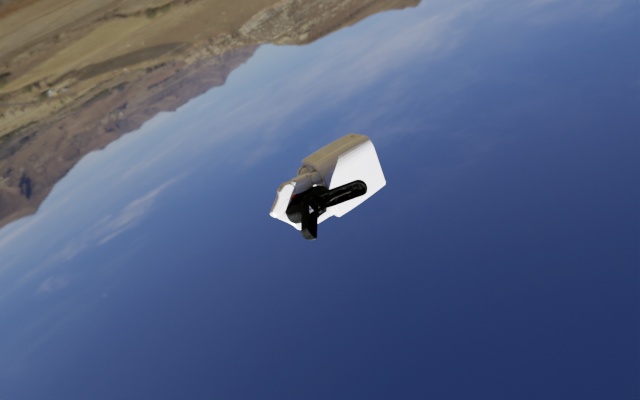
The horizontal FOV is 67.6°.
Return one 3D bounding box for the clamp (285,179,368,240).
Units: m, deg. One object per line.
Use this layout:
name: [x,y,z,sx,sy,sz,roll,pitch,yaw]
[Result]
clamp: [0.000,0.003,0.740,0.120,0.039,0.171,-33,20,-11]
